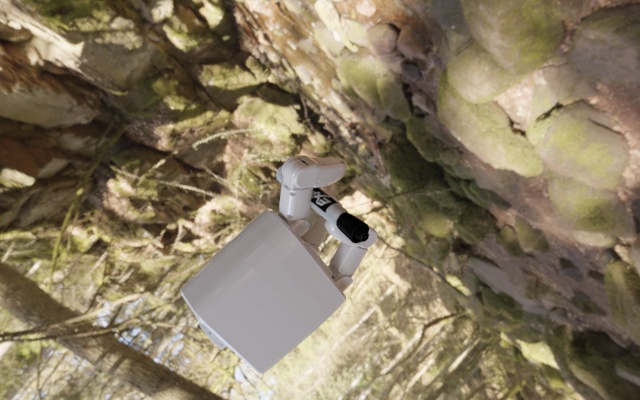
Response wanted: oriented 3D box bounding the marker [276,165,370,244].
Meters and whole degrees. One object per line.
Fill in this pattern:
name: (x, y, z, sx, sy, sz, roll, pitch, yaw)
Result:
marker: (0.000, 0.001, 0.414, 0.020, 0.020, 0.121, 0, 28, -41)
